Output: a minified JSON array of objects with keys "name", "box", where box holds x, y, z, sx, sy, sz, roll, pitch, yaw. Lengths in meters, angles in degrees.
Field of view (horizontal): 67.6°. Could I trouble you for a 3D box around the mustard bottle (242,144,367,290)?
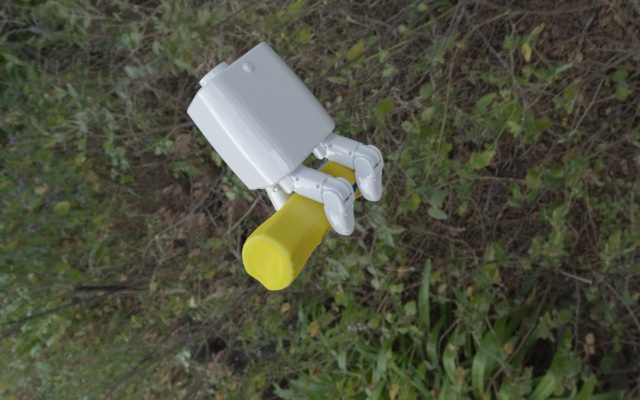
[{"name":"mustard bottle","box":[0.000,0.002,0.497,0.058,0.191,0.096,36,-34,7]}]
